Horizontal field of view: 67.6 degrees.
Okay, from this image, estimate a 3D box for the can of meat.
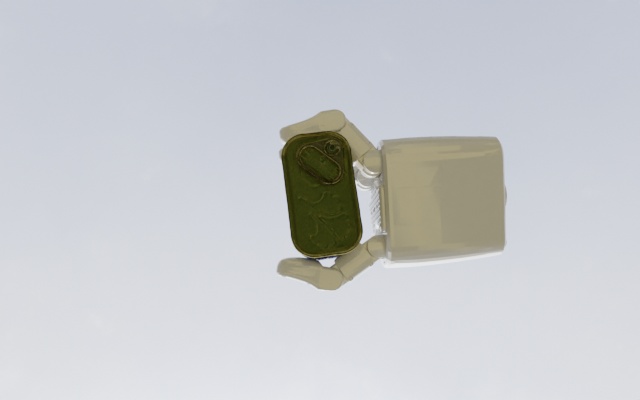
[{"bbox_3d":[0.000,0.002,0.421,0.057,0.102,0.084,-8,-11,-3],"label":"can of meat"}]
